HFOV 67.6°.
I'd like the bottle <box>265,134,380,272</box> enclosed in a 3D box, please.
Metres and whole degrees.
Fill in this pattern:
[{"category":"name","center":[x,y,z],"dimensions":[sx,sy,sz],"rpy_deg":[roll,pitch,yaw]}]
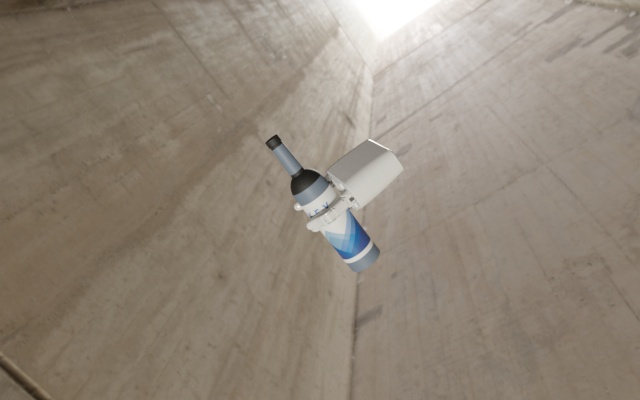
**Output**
[{"category":"bottle","center":[0.000,0.003,0.879],"dimensions":[0.069,0.296,0.069],"rpy_deg":[-35,16,11]}]
